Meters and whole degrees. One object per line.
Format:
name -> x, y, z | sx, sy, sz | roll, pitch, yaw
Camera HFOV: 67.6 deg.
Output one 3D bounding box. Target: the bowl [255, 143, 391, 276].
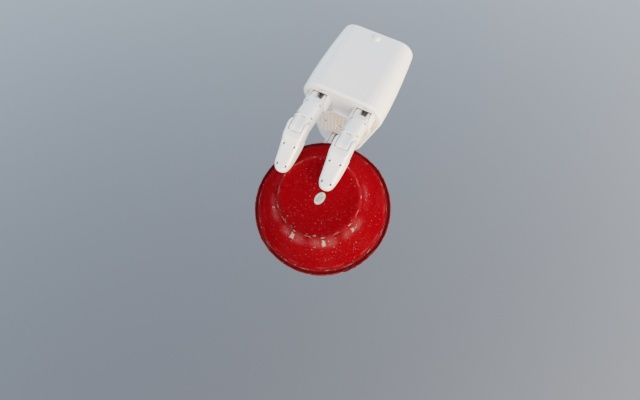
bowl -> 0.000, 0.003, 0.540 | 0.162, 0.162, 0.055 | 0, -14, 4
